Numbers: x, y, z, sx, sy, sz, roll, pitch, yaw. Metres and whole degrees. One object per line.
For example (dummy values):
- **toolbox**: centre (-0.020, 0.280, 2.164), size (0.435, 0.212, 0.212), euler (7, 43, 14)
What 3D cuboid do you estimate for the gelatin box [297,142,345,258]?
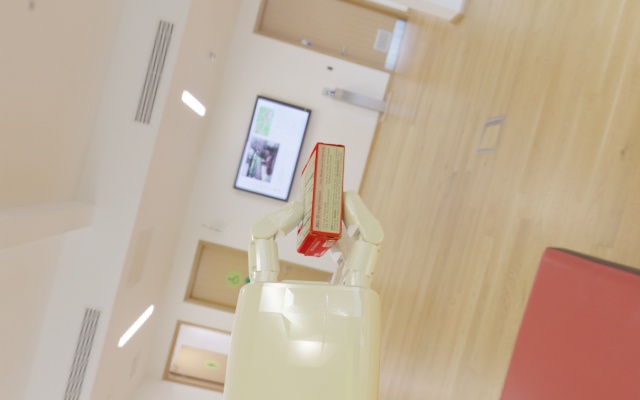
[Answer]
- **gelatin box**: centre (0.000, 0.001, 0.444), size (0.030, 0.089, 0.073), euler (7, -20, -11)
